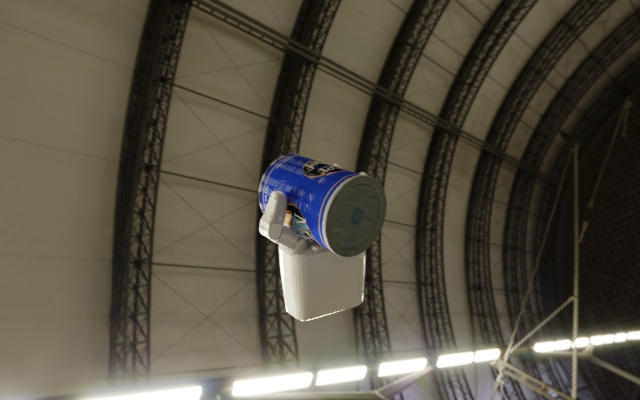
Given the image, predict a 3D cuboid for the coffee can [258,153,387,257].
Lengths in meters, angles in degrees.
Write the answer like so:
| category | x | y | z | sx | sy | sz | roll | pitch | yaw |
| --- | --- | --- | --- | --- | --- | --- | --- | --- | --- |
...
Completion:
| category | x | y | z | sx | sy | sz | roll | pitch | yaw |
| --- | --- | --- | --- | --- | --- | --- | --- | --- | --- |
| coffee can | 0.000 | 0.002 | 0.622 | 0.103 | 0.103 | 0.140 | 0 | 15 | -42 |
